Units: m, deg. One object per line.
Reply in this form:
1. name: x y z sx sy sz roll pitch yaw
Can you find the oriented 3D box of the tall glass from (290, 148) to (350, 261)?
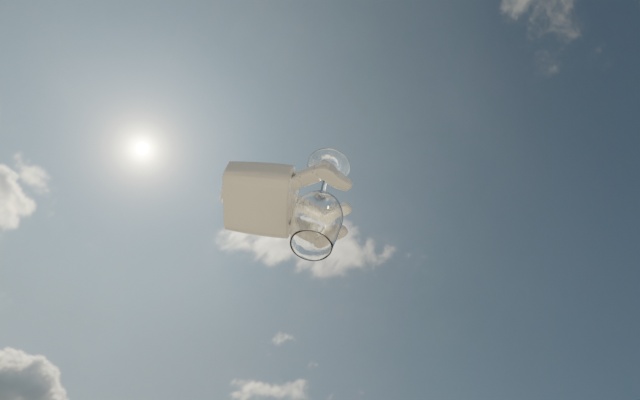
1. tall glass: 0.000 0.002 0.751 0.079 0.079 0.201 0 39 10
